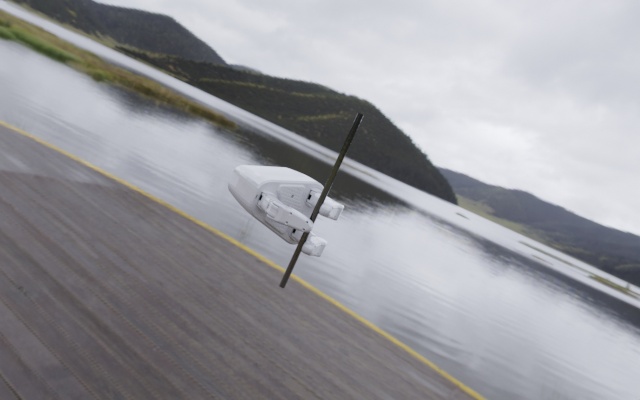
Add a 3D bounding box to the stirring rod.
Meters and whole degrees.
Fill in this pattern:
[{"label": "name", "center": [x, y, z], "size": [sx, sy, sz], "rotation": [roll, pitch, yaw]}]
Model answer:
[{"label": "stirring rod", "center": [0.000, 0.002, 0.602], "size": [0.011, 0.239, 0.011], "rotation": [24, 5, -2]}]
